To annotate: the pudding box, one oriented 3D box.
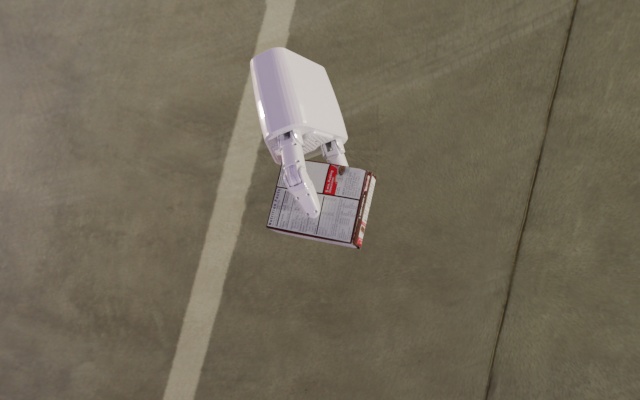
[{"bbox_3d":[0.000,0.002,0.558,0.113,0.090,0.039,10,-8,24],"label":"pudding box"}]
